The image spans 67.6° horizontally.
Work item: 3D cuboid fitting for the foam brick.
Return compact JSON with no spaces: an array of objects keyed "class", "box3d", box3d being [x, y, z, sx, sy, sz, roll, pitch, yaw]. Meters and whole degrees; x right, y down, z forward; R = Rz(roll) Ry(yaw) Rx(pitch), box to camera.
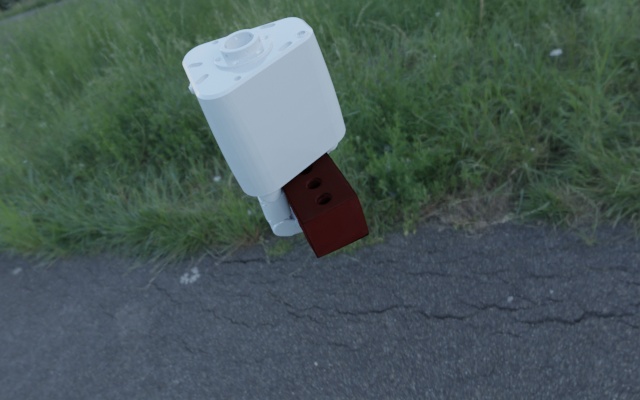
[{"class":"foam brick","box3d":[0.000,0.002,0.429,0.053,0.051,0.078,-26,45,-6]}]
